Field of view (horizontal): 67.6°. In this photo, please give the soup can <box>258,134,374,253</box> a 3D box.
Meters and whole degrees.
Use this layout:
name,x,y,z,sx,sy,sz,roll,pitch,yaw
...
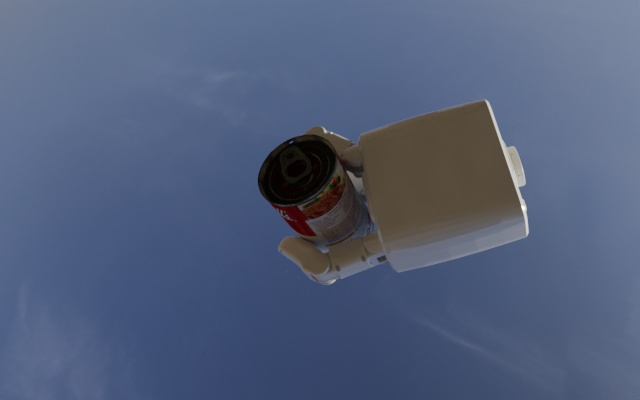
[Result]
name,x,y,z,sx,sy,sz,roll,pitch,yaw
soup can,0.000,0.002,0.411,0.068,0.068,0.102,0,-32,26
